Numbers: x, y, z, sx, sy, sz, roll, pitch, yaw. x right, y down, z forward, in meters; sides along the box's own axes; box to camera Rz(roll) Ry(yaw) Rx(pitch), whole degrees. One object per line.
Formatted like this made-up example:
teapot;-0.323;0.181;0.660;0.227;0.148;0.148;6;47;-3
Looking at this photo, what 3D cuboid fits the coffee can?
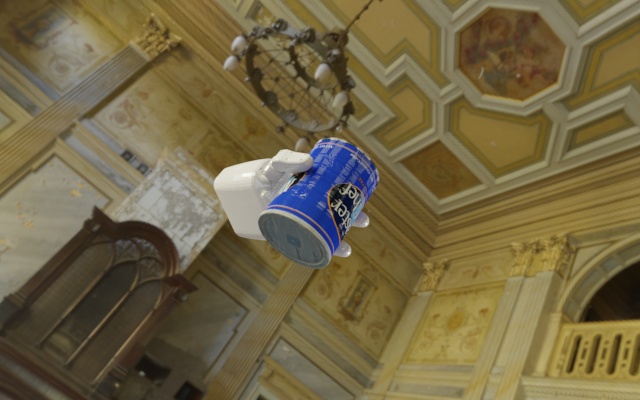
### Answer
coffee can;0.000;0.002;0.618;0.103;0.140;0.103;25;-32;17
